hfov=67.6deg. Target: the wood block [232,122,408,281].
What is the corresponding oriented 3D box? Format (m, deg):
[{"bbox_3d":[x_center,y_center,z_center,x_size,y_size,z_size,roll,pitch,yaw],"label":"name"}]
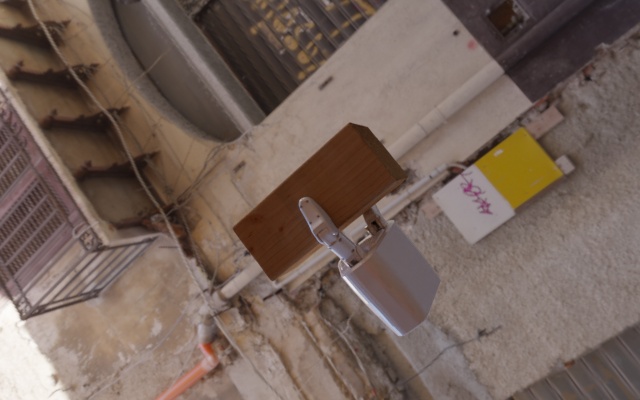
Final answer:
[{"bbox_3d":[0.000,0.002,0.619,0.206,0.090,0.091,-41,-8,18],"label":"wood block"}]
